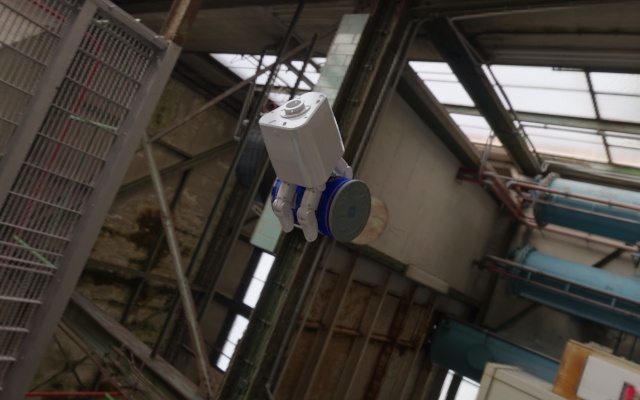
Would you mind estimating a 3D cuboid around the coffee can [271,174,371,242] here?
[{"bbox_3d":[0.000,0.003,0.809,0.140,0.103,0.103,17,11,39],"label":"coffee can"}]
